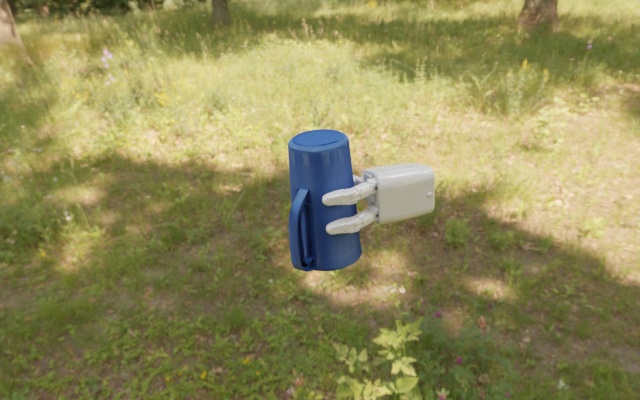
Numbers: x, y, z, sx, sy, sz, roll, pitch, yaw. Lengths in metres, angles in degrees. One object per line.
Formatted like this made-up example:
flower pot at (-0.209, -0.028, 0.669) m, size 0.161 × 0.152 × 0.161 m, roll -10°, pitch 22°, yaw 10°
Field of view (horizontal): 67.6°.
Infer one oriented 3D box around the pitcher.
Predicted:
pitcher at (0.000, 0.003, 0.873) m, size 0.145 × 0.243 × 0.149 m, roll -10°, pitch 26°, yaw -9°
